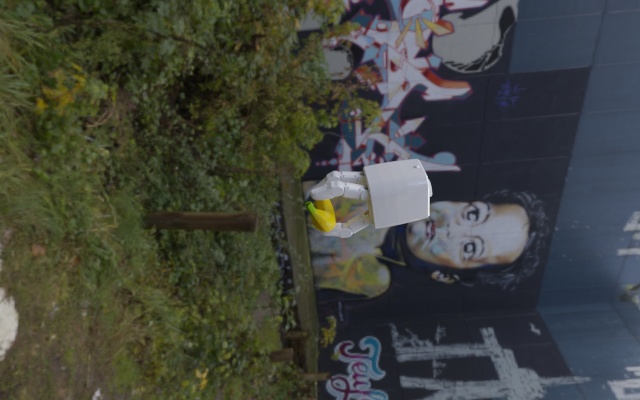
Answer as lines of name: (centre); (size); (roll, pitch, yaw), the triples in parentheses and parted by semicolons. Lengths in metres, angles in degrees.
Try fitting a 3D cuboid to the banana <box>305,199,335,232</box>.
banana: (0.005, 0.021, 0.893); (0.037, 0.069, 0.198); (-16, 5, 5)
